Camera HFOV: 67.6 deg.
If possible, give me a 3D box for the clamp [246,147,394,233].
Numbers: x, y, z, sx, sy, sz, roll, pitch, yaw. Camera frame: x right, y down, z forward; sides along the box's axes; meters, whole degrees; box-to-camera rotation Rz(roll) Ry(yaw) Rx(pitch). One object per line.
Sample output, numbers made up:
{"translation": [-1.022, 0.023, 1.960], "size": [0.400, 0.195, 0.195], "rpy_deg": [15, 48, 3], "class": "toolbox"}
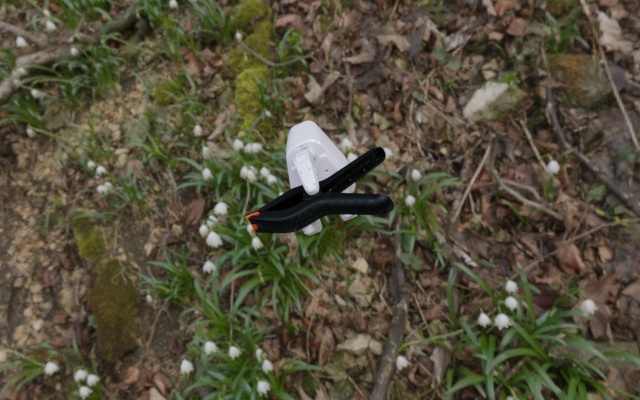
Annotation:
{"translation": [-0.001, 0.001, 0.630], "size": [0.210, 0.036, 0.164], "rpy_deg": [-23, 24, 8], "class": "clamp"}
